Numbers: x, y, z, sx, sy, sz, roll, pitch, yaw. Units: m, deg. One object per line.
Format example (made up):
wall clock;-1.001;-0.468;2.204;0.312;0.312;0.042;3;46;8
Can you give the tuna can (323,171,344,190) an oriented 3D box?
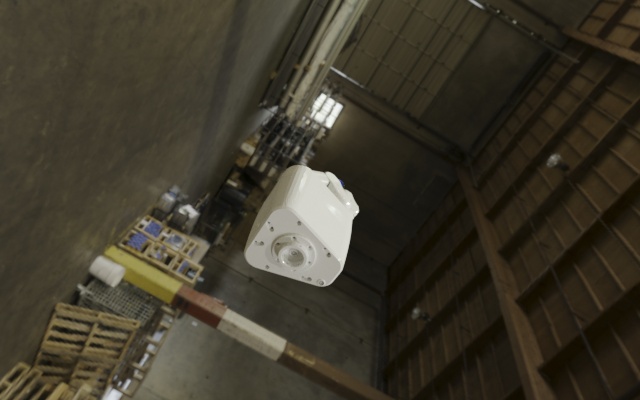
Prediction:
tuna can;0.001;0.003;0.703;0.034;0.086;0.086;28;-5;-10
